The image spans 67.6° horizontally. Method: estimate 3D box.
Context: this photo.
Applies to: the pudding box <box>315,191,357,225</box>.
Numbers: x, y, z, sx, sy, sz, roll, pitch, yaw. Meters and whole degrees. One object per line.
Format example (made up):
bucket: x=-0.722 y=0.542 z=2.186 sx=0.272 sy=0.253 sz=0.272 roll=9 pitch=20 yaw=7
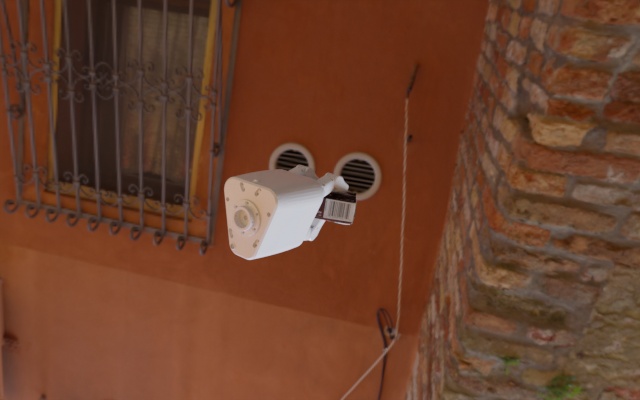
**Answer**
pudding box: x=0.000 y=0.003 z=0.759 sx=0.113 sy=0.039 sz=0.090 roll=12 pitch=12 yaw=2
